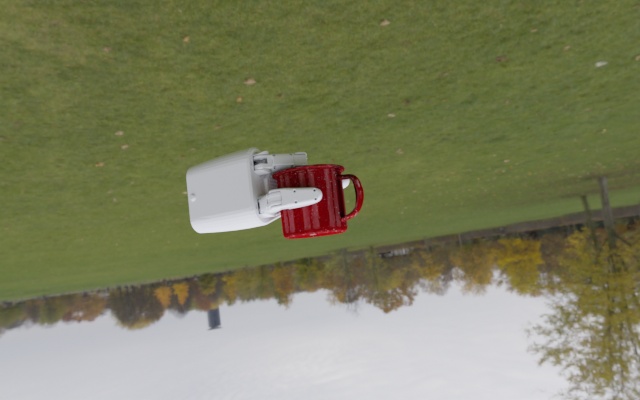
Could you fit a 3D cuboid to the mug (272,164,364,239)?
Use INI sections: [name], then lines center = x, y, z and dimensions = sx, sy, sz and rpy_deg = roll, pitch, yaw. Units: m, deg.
[mug]
center = 0.001, 0.002, 0.594
dimensions = 0.117, 0.081, 0.093
rpy_deg = -10, -8, 26
